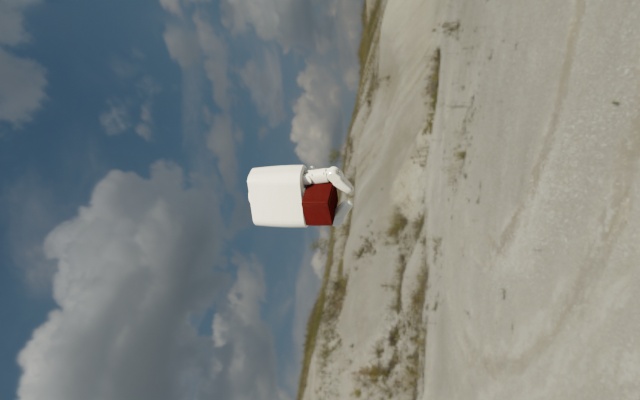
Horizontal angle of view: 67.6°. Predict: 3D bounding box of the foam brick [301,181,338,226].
[{"bbox_3d":[0.000,0.003,0.875,0.051,0.053,0.078,-1,37,12],"label":"foam brick"}]
